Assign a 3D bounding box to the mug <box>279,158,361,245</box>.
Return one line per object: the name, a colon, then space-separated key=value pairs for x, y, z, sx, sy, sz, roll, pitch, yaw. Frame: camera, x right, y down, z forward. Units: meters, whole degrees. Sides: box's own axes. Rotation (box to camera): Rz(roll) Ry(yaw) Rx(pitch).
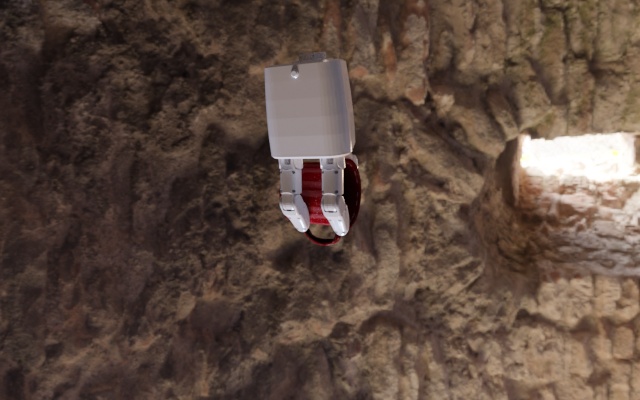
mug: x=0.000 y=0.003 z=0.632 sx=0.081 sy=0.117 sz=0.093 roll=3 pitch=15 yaw=26
